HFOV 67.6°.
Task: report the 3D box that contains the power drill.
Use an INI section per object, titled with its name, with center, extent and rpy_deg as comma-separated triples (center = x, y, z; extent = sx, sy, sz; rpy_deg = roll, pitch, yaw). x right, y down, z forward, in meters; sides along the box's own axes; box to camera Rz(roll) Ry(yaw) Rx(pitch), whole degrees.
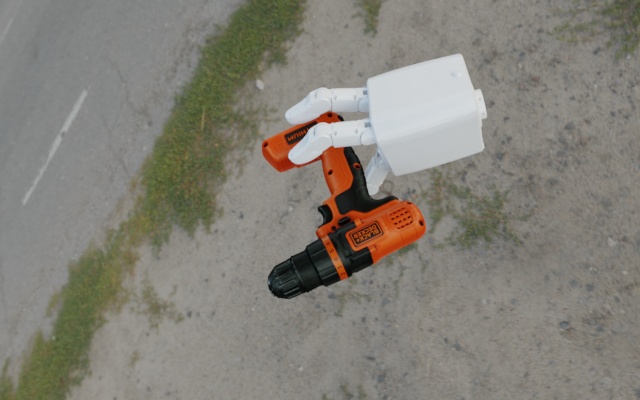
[power drill]
center = 0.000, 0.001, 0.549
extent = 0.184, 0.187, 0.057
rpy_deg = -25, -23, -5
